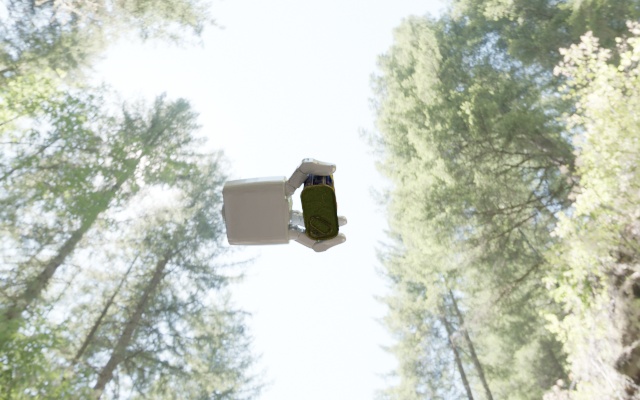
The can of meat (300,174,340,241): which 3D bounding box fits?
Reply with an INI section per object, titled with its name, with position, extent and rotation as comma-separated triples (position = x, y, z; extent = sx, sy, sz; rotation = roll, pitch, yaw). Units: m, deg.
[can of meat]
position = 0.000, 0.002, 0.810
extent = 0.057, 0.102, 0.084
rotation = -6, 27, 5
